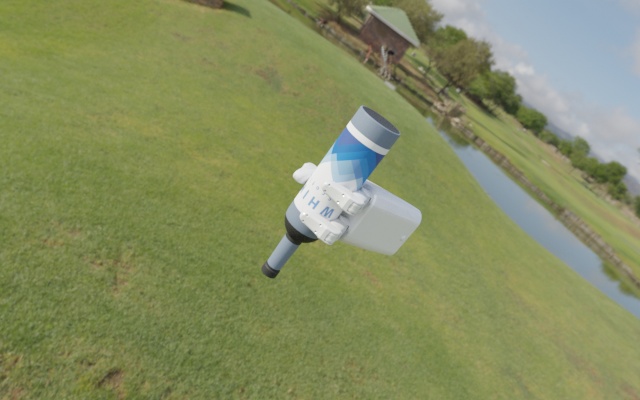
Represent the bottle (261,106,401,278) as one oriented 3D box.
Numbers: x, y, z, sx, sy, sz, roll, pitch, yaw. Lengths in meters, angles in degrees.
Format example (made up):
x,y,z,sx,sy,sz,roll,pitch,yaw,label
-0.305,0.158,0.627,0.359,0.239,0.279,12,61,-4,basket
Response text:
x,y,z,sx,sy,sz,roll,pitch,yaw,label
0.000,0.002,0.695,0.069,0.296,0.069,31,22,-14,bottle
